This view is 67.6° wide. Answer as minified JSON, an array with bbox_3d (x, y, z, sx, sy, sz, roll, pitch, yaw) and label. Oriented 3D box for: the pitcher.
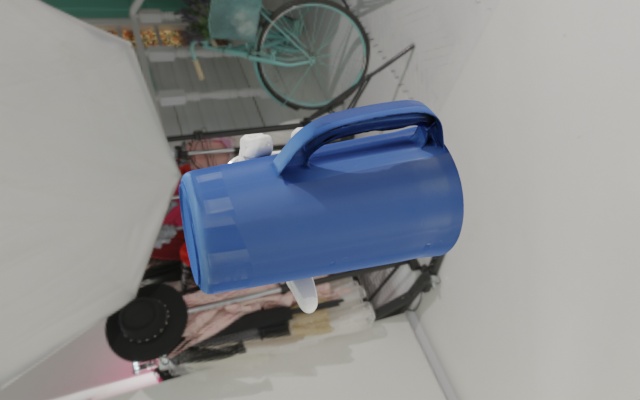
[{"bbox_3d":[0.000,0.002,0.443,0.243,0.149,0.145,-10,0,-20],"label":"pitcher"}]
